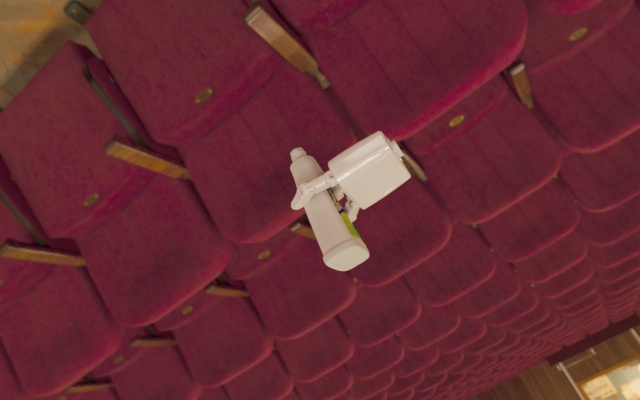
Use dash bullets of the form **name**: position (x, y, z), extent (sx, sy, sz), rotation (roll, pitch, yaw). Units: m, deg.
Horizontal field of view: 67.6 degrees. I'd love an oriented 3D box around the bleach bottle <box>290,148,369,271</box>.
- **bleach bottle**: position (0.000, 0.003, 0.872), extent (0.068, 0.250, 0.102), rotation (-32, -27, 12)
